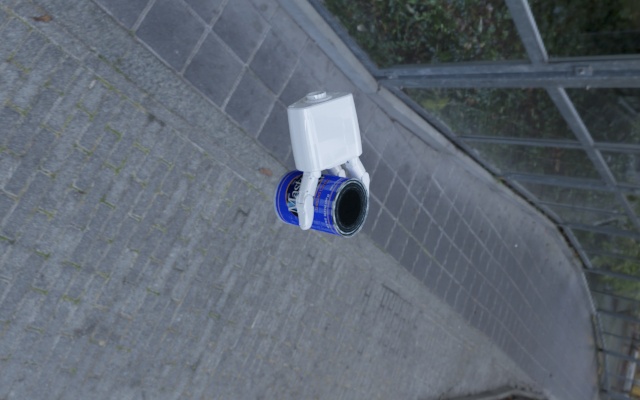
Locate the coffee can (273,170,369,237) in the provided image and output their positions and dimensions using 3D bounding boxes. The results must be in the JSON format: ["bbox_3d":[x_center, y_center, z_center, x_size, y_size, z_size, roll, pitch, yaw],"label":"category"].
[{"bbox_3d":[0.000,0.003,0.851,0.140,0.103,0.103,11,7,40],"label":"coffee can"}]
